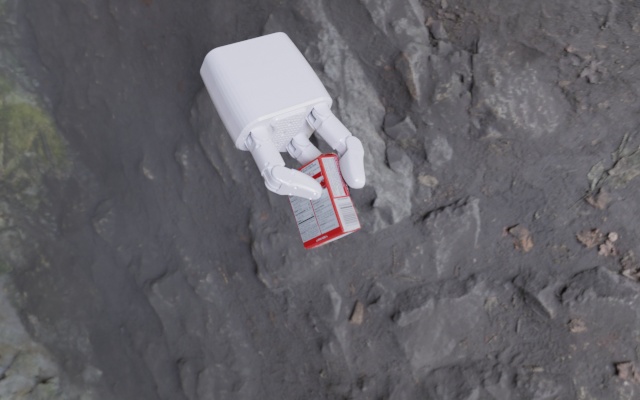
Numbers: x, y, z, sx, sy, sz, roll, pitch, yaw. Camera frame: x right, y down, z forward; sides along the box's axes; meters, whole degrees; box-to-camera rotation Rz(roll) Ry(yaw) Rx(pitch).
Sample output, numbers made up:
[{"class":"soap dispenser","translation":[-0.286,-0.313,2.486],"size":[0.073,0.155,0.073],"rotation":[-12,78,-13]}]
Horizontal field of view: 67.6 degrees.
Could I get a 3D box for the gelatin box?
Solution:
[{"class":"gelatin box","translation":[0.000,0.002,0.531],"size":[0.030,0.089,0.073],"rotation":[-10,-12,-40]}]
